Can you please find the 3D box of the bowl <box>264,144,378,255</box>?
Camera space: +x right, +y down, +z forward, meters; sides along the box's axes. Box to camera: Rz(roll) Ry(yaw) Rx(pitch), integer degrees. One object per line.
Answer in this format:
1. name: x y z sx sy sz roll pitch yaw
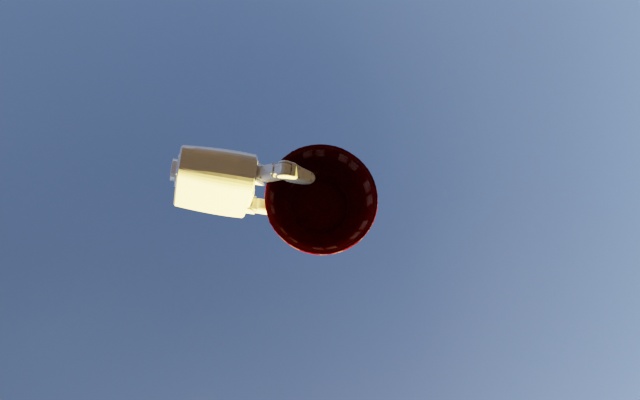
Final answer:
1. bowl: 0.001 0.003 0.700 0.162 0.162 0.055 0 -14 -3
